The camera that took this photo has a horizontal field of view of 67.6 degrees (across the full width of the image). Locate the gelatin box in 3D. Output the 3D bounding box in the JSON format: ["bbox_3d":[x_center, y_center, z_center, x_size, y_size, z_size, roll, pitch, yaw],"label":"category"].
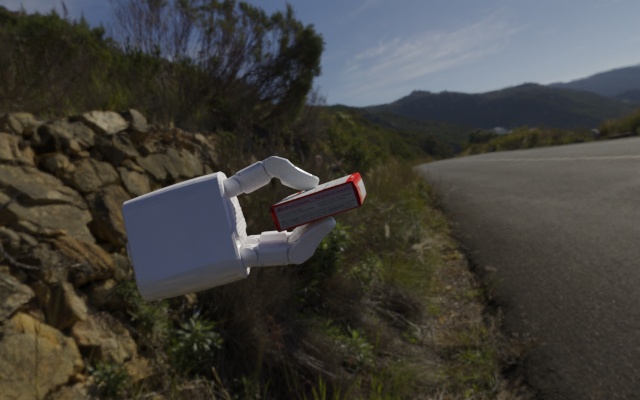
[{"bbox_3d":[0.000,0.001,0.492,0.089,0.030,0.073,-19,5,11],"label":"gelatin box"}]
